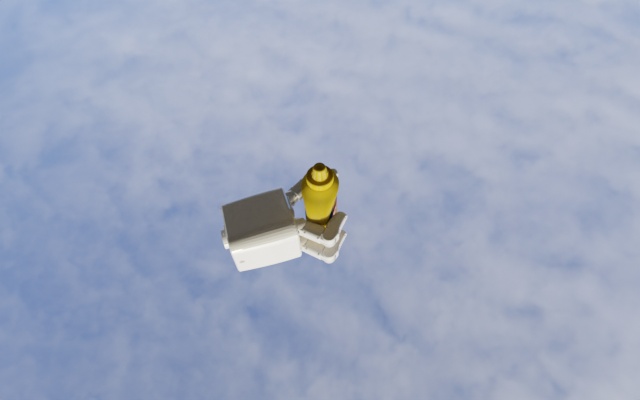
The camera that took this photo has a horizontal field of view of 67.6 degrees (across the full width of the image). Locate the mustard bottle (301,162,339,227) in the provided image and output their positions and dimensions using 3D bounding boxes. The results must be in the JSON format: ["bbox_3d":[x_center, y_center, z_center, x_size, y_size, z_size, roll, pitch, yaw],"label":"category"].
[{"bbox_3d":[0.000,0.003,0.766,0.058,0.096,0.192,6,-32,6],"label":"mustard bottle"}]
